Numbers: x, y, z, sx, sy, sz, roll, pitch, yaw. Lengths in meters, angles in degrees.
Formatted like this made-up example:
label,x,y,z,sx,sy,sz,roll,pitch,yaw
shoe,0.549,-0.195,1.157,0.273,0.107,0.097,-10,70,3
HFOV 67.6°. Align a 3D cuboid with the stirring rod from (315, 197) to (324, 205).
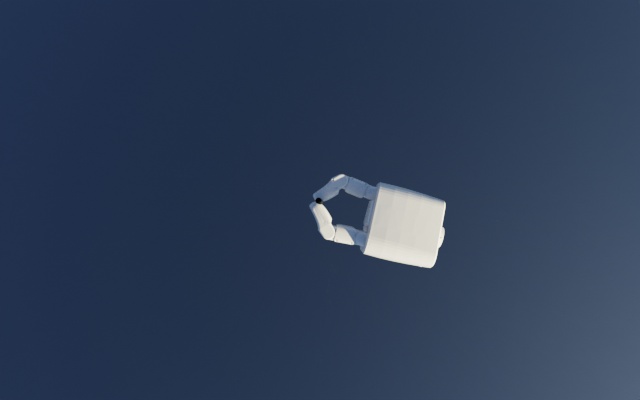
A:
label,x,y,z,sx,sy,sz,roll,pitch,yaw
stirring rod,0.000,0.002,0.715,0.011,0.011,0.239,0,-1,1
